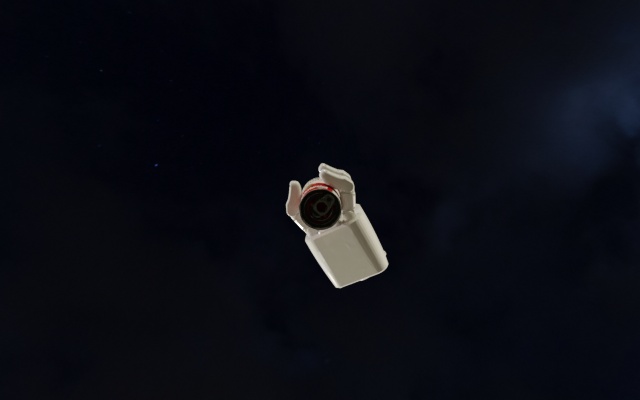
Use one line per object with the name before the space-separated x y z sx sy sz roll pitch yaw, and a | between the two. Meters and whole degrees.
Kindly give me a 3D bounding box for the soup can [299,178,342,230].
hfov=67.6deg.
soup can | 0.000 0.002 0.801 0.068 0.068 0.102 0 14 0
